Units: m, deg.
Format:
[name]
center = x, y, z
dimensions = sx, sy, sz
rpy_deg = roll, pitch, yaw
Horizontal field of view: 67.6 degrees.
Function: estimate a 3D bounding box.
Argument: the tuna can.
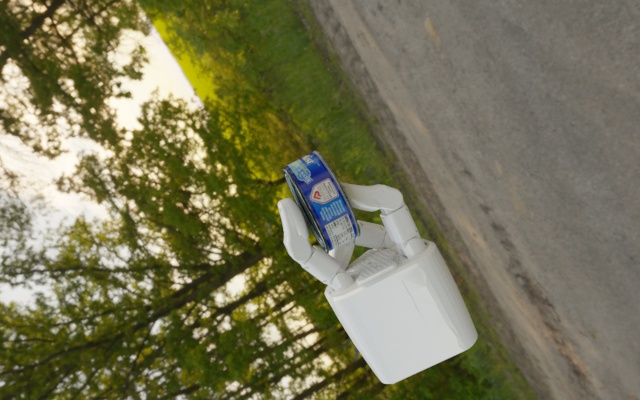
[tuna can]
center = 0.000, 0.002, 0.423
dimensions = 0.034, 0.086, 0.086
rpy_deg = -28, 3, -7
